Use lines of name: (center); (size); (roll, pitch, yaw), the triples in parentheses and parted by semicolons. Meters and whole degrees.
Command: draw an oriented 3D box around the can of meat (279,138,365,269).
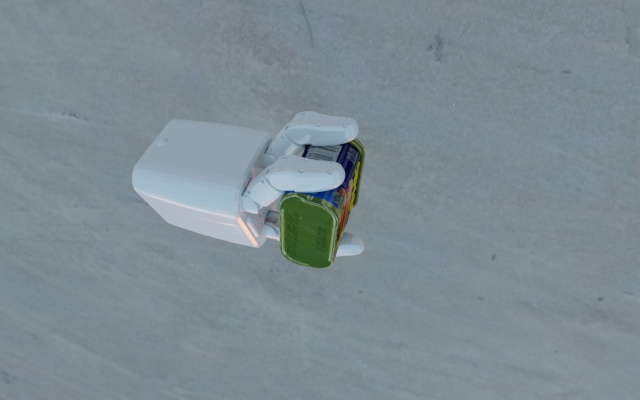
can of meat: (0.000, 0.002, 0.435); (0.057, 0.084, 0.102); (15, -40, 9)
